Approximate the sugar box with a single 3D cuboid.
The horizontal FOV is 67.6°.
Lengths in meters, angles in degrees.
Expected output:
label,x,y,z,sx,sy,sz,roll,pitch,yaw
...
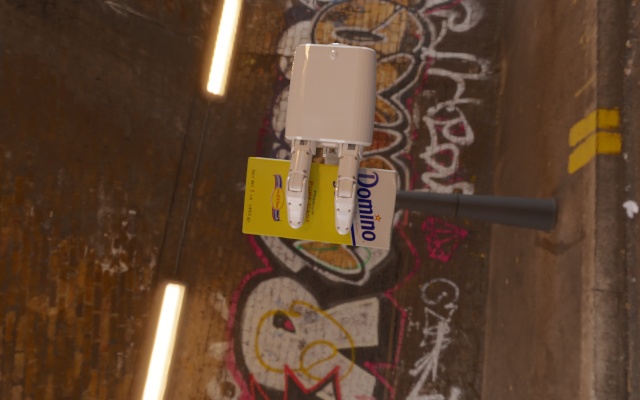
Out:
label,x,y,z,sx,sy,sz,roll,pitch,yaw
sugar box,0.000,0.002,0.570,0.176,0.093,0.048,5,5,8
